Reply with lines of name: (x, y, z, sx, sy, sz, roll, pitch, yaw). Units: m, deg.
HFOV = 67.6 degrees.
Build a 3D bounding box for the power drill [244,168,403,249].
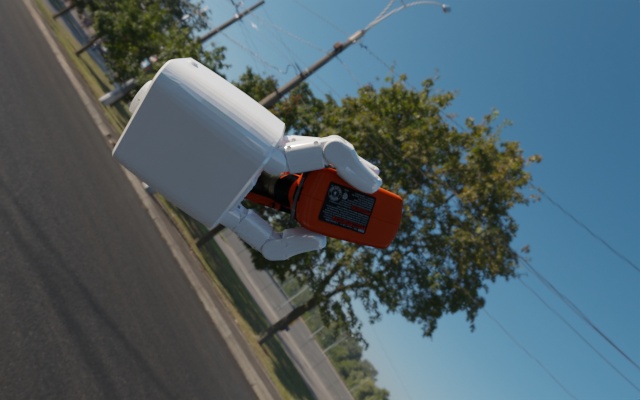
power drill: (0.000, 0.002, 0.504, 0.184, 0.057, 0.187, 16, -1, -29)
